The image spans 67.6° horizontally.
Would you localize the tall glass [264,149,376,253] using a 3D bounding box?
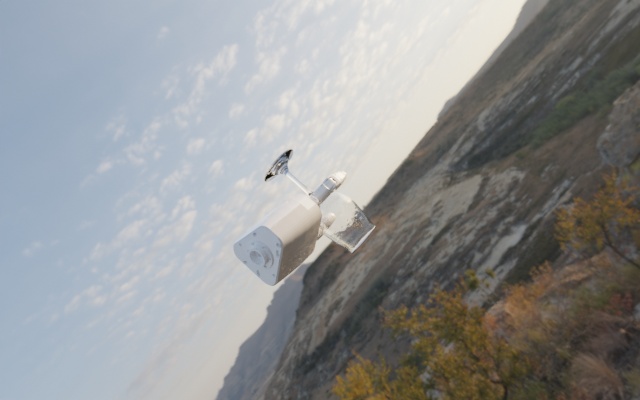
[{"bbox_3d":[0.000,0.002,0.827,0.201,0.079,0.079,41,7,8],"label":"tall glass"}]
